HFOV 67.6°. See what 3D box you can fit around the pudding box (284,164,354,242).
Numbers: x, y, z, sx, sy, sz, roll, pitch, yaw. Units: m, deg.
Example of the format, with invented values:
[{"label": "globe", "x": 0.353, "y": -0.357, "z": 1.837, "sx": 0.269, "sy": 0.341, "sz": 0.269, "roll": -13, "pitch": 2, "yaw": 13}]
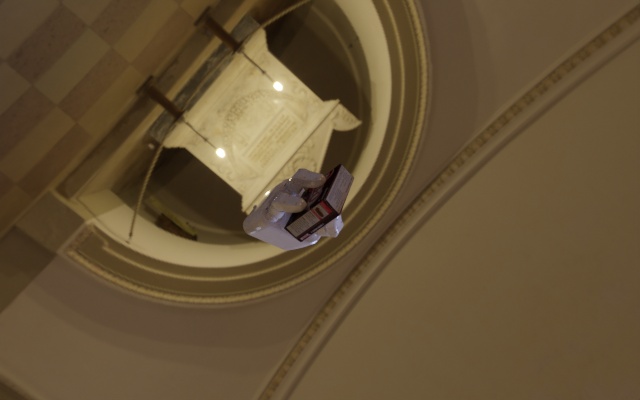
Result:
[{"label": "pudding box", "x": 0.000, "y": 0.003, "z": 0.737, "sx": 0.090, "sy": 0.039, "sz": 0.113, "roll": -38, "pitch": 17, "yaw": 32}]
